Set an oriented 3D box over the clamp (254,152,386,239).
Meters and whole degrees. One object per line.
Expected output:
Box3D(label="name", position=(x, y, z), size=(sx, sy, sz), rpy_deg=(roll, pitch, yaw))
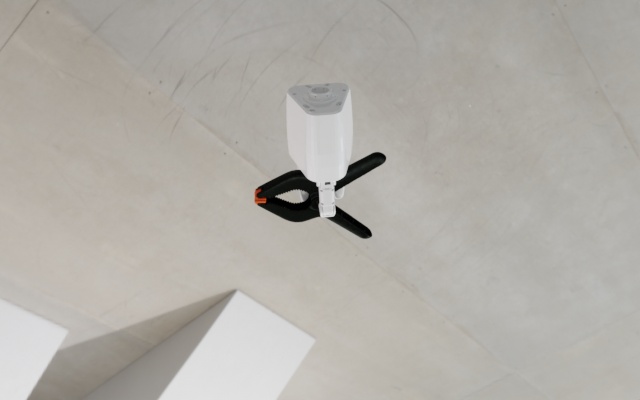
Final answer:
Box3D(label="clamp", position=(0.000, 0.003, 0.775), size=(0.210, 0.165, 0.036), rpy_deg=(-5, 34, -4))
